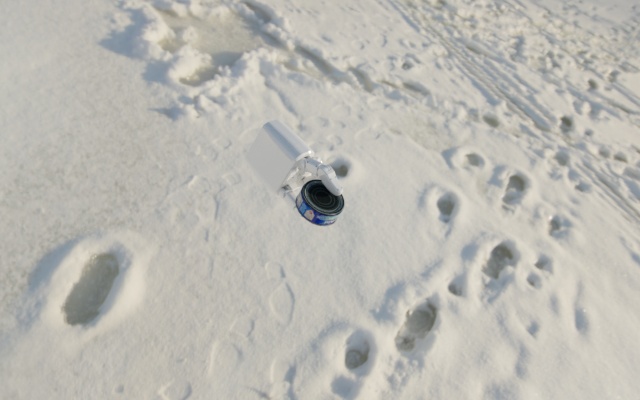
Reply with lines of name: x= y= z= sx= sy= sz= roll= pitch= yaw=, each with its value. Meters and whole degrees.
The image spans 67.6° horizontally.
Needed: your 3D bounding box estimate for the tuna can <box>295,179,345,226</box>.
tuna can: x=0.000 y=0.003 z=0.865 sx=0.086 sy=0.086 sz=0.034 roll=0 pitch=-39 yaw=-30
